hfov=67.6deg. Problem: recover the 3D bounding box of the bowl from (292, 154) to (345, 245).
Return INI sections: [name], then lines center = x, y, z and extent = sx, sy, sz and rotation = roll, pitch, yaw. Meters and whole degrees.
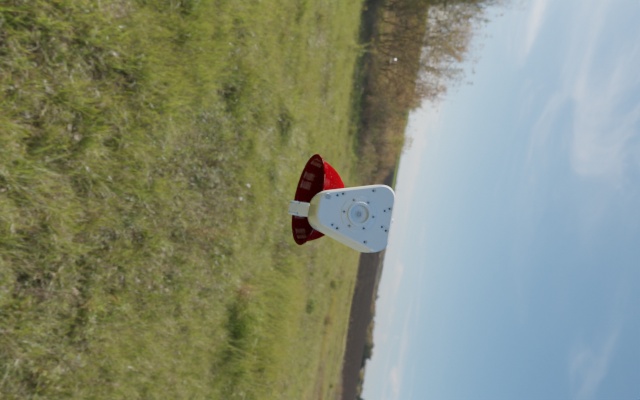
[bowl]
center = 0.000, 0.003, 0.840
extent = 0.055, 0.162, 0.162
rotation = 12, -4, -19
